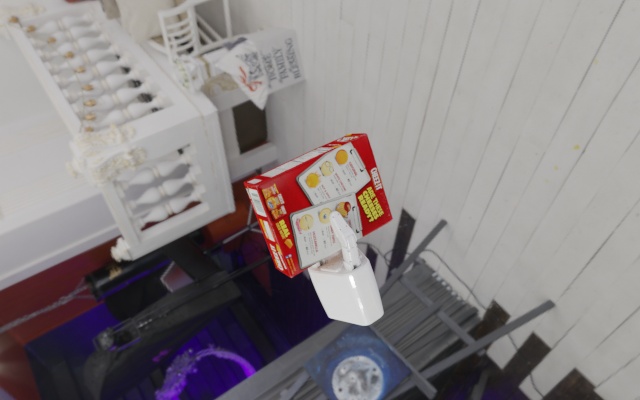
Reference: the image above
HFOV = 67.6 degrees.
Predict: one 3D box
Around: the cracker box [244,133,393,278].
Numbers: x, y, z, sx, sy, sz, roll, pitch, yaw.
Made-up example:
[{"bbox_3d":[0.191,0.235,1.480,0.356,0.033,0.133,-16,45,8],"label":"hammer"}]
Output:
[{"bbox_3d":[0.000,0.003,0.794,0.213,0.164,0.072,-28,20,-24],"label":"cracker box"}]
